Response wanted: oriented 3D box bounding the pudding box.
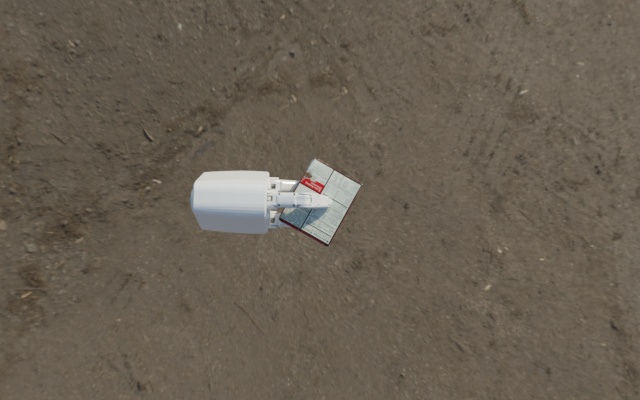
[{"bbox_3d":[0.000,0.002,0.742,0.090,0.113,0.039,30,-4,-2],"label":"pudding box"}]
